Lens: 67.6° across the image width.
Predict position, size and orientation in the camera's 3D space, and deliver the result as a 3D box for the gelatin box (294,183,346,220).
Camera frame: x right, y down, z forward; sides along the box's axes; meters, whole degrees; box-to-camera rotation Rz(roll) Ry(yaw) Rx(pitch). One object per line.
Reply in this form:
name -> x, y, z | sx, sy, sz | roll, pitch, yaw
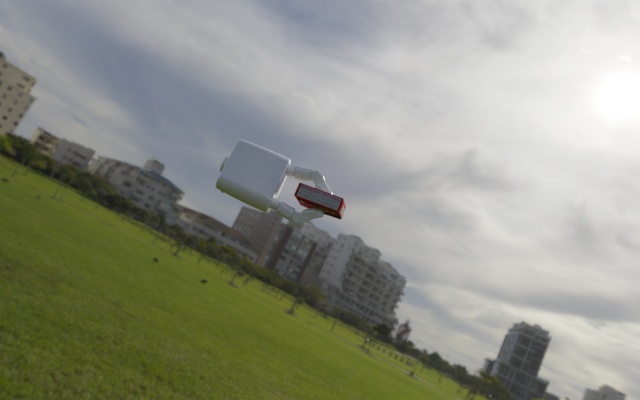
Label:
gelatin box -> 0.001, 0.003, 0.892 | 0.089, 0.030, 0.073 | 19, -11, 10
